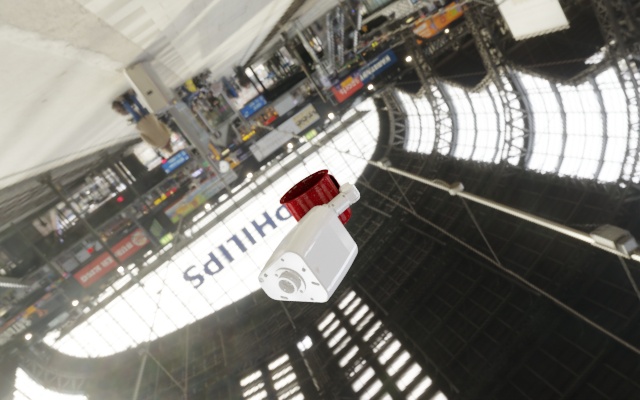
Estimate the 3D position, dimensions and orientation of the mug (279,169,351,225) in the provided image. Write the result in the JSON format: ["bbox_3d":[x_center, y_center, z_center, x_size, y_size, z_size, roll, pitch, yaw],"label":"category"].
[{"bbox_3d":[0.001,0.002,0.767,0.093,0.081,0.117,-22,20,38],"label":"mug"}]
